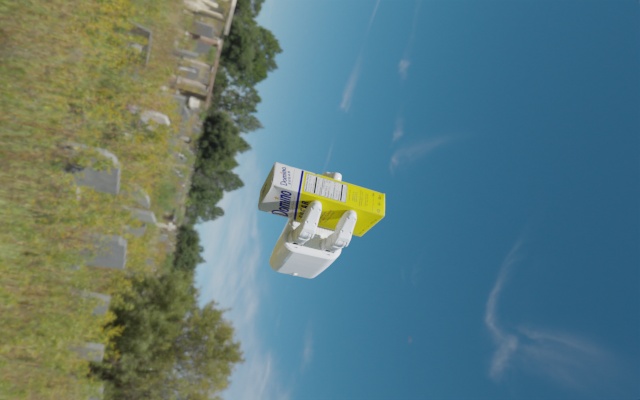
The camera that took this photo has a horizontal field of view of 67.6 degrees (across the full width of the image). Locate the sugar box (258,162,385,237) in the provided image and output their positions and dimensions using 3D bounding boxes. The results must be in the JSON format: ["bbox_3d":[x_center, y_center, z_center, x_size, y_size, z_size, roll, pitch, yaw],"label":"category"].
[{"bbox_3d":[0.000,0.003,0.725,0.176,0.048,0.093,13,-29,-15],"label":"sugar box"}]
